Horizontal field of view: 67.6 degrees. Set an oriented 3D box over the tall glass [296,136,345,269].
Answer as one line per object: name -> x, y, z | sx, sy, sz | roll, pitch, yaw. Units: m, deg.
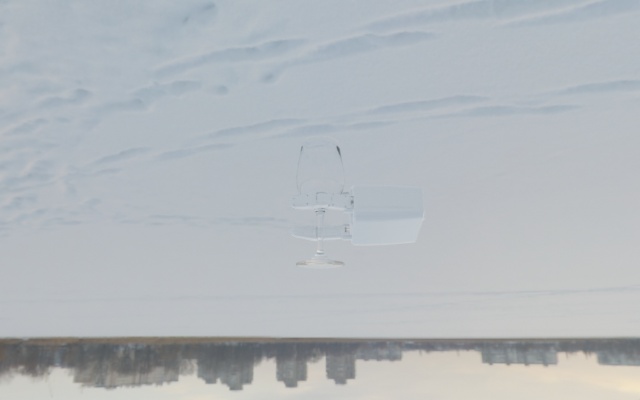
tall glass -> 0.000, 0.003, 0.752 | 0.079, 0.201, 0.079 | 0, -16, 0
